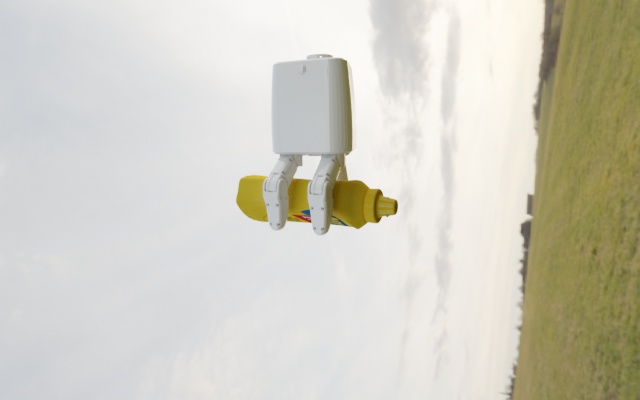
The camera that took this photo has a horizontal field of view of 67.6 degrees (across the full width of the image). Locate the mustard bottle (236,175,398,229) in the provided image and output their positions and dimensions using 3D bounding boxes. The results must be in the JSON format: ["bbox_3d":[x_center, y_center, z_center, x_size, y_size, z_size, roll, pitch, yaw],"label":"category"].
[{"bbox_3d":[0.000,0.002,0.586,0.191,0.058,0.096,3,-14,24],"label":"mustard bottle"}]
